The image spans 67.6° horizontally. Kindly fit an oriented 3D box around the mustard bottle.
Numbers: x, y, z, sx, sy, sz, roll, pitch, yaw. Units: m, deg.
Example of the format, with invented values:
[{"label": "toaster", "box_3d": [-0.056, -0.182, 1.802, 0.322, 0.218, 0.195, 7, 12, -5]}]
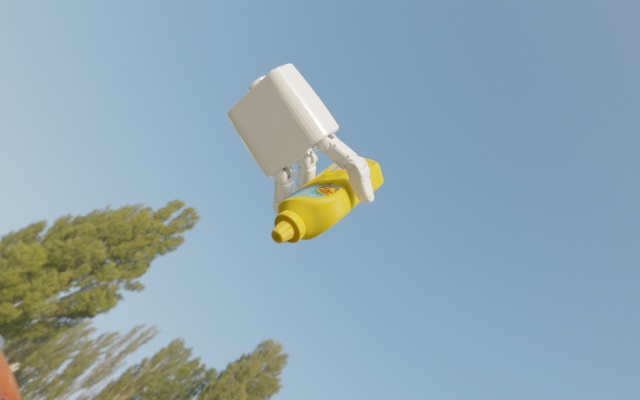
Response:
[{"label": "mustard bottle", "box_3d": [0.000, 0.002, 0.636, 0.096, 0.058, 0.191, -2, 24, 38]}]
